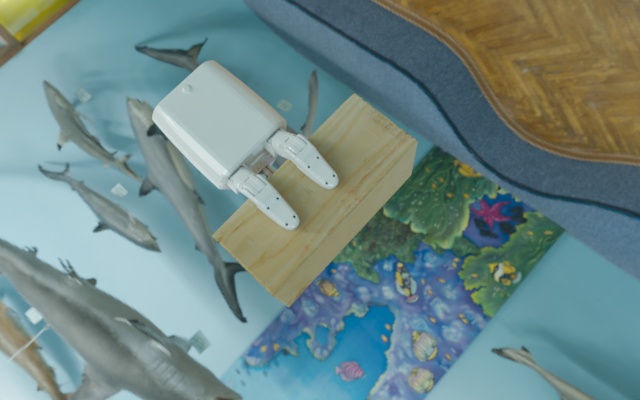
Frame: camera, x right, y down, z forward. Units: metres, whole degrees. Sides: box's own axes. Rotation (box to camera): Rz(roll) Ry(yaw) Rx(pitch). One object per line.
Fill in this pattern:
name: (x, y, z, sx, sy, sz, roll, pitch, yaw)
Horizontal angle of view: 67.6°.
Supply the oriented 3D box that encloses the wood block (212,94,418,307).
wood block: (0.000, 0.002, 0.506, 0.090, 0.206, 0.091, 41, -10, 17)
